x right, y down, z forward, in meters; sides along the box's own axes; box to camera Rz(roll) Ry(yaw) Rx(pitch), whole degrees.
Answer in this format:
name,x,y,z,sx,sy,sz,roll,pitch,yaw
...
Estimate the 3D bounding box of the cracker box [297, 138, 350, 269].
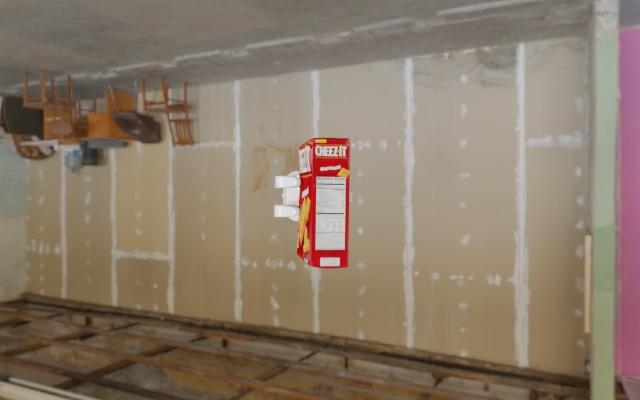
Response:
name,x,y,z,sx,sy,sz,roll,pitch,yaw
cracker box,0.000,0.003,0.846,0.072,0.213,0.164,0,2,-10
